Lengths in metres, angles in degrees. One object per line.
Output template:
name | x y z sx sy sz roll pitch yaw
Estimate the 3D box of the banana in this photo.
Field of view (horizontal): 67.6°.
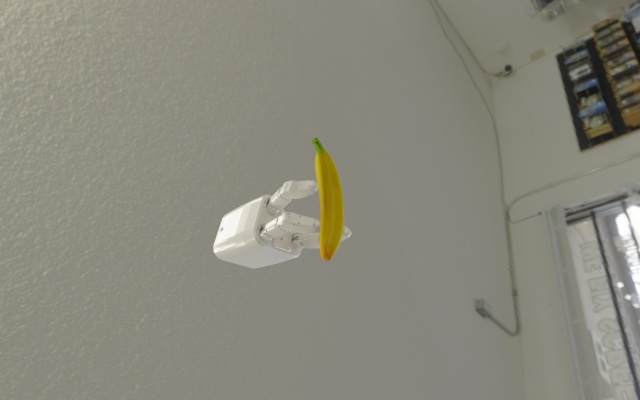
banana | 0.010 0.003 0.764 0.037 0.197 0.069 -18 -21 31
